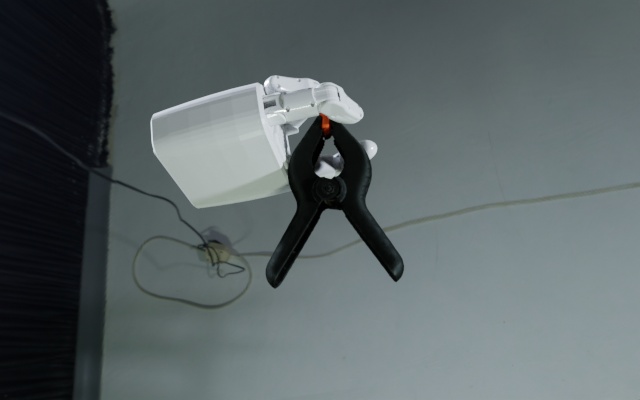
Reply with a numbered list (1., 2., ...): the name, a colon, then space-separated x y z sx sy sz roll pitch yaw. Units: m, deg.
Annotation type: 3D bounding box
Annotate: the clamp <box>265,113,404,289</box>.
1. clamp: 0.000 0.001 0.440 0.120 0.171 0.039 -10 -22 -4
